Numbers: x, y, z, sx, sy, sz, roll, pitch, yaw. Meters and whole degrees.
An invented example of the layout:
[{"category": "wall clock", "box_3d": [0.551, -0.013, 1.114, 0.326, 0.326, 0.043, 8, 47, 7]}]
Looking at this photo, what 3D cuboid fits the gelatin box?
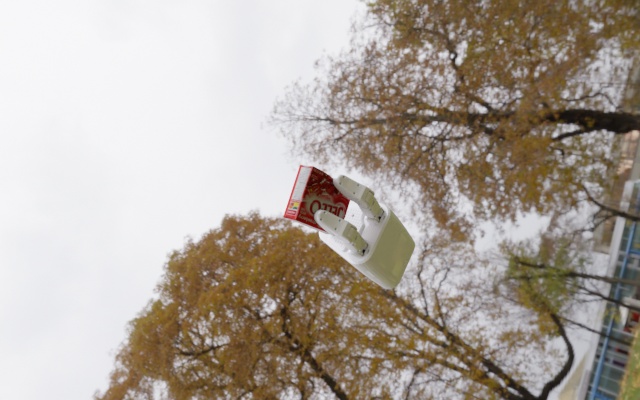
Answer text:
[{"category": "gelatin box", "box_3d": [0.000, 0.002, 0.636, 0.030, 0.073, 0.089, 10, -11, 46]}]
